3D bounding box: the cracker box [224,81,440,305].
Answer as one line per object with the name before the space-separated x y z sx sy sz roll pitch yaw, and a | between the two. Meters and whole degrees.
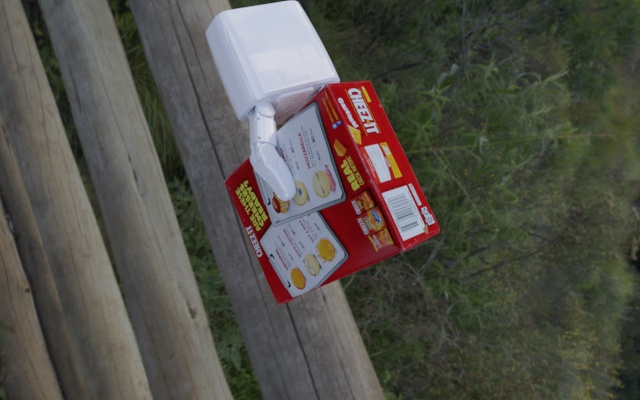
cracker box | 0.000 0.002 0.506 0.072 0.164 0.214 -17 -11 -42
